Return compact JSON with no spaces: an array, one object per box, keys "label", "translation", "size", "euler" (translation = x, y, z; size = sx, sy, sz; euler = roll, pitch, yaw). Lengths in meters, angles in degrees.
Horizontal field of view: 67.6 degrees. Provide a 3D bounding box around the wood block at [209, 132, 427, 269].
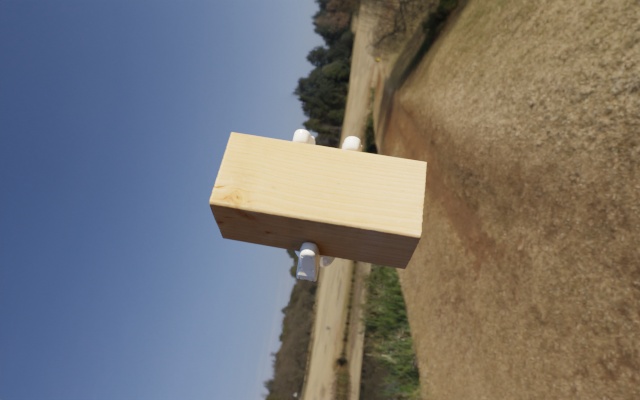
[{"label":"wood block","translation":[0.000,0.002,0.512],"size":[0.206,0.090,0.090],"euler":[9,-28,3]}]
